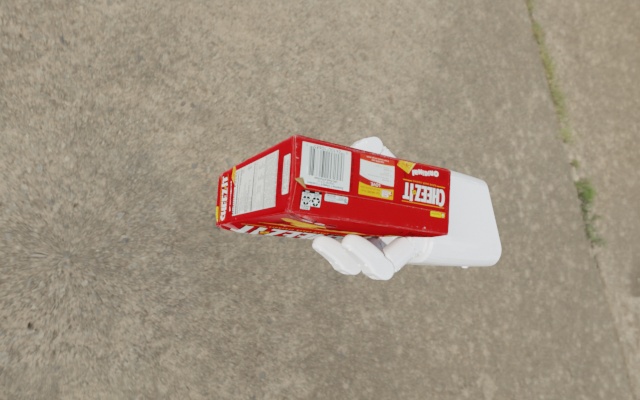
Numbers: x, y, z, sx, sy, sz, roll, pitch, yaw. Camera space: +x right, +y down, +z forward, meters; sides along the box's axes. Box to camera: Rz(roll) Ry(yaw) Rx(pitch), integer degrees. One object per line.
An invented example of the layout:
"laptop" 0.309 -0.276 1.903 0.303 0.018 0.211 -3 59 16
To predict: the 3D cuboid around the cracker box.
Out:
"cracker box" 0.000 0.001 0.495 0.164 0.072 0.214 9 -10 -27
